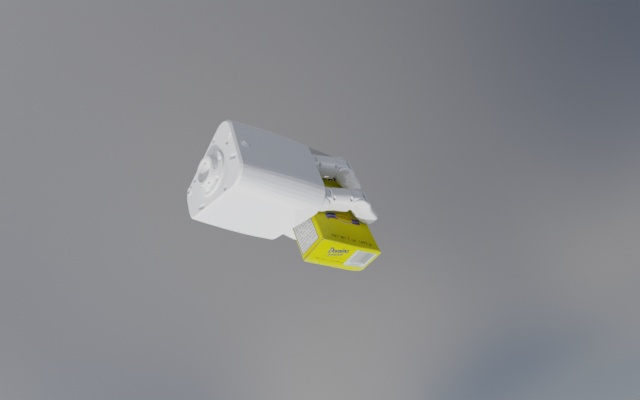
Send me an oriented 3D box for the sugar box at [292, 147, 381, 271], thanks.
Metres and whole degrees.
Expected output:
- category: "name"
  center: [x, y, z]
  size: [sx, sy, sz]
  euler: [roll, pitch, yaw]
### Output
- category: "sugar box"
  center: [0.000, 0.002, 0.592]
  size: [0.093, 0.176, 0.048]
  euler: [17, -52, -38]
